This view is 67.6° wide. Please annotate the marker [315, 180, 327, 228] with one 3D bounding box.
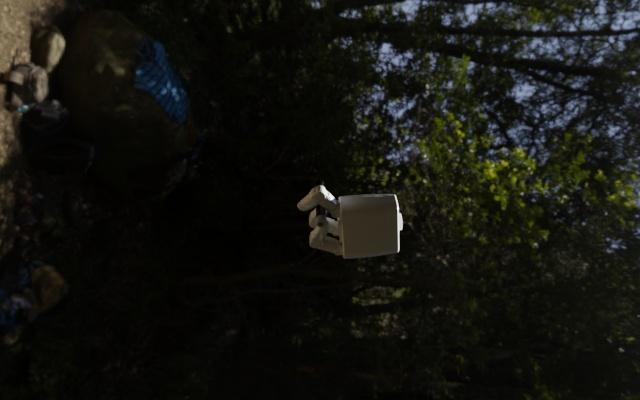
[{"bbox_3d":[0.000,0.003,0.881,0.020,0.020,0.121,0,40,-3],"label":"marker"}]
